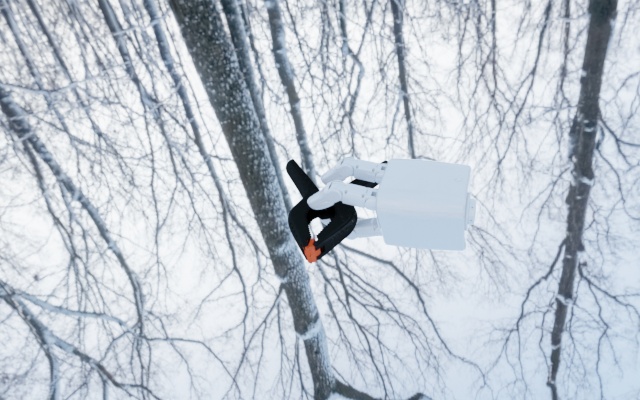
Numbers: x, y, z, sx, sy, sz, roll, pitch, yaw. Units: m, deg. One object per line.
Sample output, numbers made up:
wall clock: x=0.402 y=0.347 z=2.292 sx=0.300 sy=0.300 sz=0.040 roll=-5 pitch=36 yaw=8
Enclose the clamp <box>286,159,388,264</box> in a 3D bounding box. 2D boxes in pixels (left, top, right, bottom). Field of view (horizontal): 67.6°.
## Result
clamp: x=0.000 y=0.003 z=0.674 sx=0.164 sy=0.036 sz=0.209 roll=6 pitch=40 yaw=19
